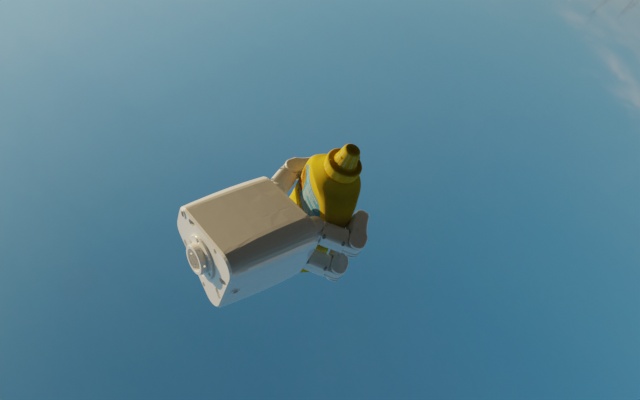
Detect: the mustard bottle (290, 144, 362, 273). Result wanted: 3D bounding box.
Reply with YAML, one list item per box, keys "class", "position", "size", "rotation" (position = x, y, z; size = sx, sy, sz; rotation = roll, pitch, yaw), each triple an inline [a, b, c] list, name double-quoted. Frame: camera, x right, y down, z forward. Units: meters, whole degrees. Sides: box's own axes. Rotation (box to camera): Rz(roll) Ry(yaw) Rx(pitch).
- class: "mustard bottle"
  position: [0.000, 0.002, 0.566]
  size: [0.058, 0.096, 0.192]
  rotation: [3, -36, -23]
